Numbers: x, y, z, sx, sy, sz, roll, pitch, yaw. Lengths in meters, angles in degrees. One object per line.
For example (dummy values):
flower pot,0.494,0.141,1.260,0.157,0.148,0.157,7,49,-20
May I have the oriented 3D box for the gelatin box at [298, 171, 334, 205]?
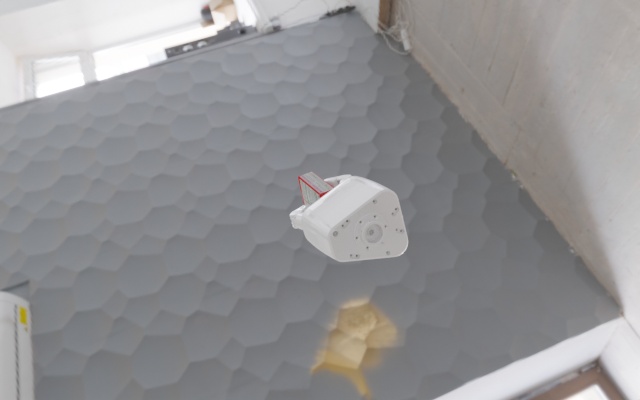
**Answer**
gelatin box,0.000,0.003,0.760,0.030,0.073,0.089,-22,30,-18
